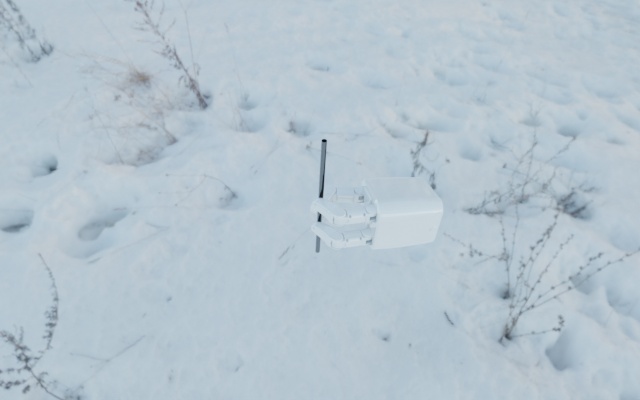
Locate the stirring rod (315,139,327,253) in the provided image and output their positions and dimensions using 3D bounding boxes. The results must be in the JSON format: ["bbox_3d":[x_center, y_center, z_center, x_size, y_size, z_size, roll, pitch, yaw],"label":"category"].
[{"bbox_3d":[0.000,0.003,0.751,0.011,0.240,0.011,2,44,-2],"label":"stirring rod"}]
